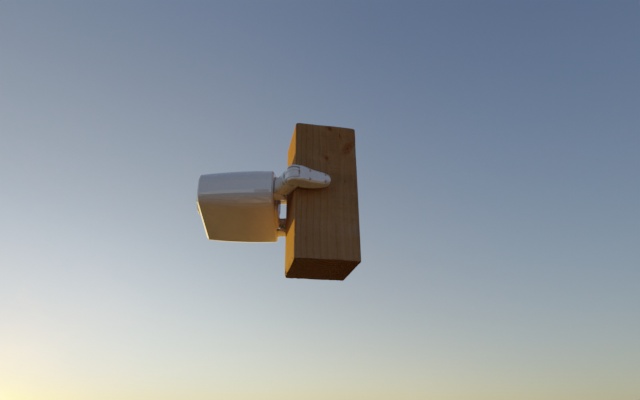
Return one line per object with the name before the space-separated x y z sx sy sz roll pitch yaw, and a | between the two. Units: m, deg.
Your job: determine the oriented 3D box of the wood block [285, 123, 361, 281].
wood block | 0.000 0.002 0.689 0.090 0.206 0.091 5 -26 -11
